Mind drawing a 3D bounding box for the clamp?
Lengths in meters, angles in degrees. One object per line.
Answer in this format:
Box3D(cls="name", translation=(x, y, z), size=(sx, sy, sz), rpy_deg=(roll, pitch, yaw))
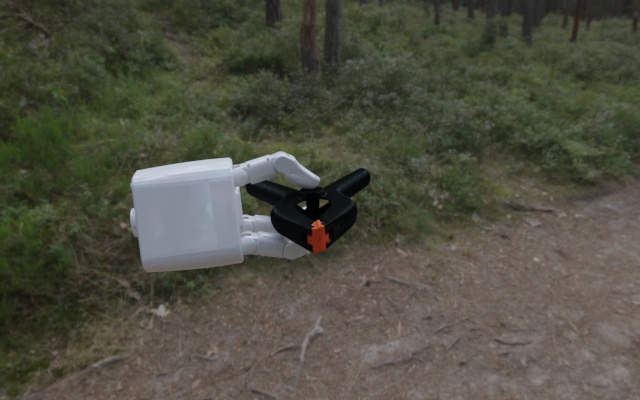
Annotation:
Box3D(cls="clamp", translation=(0.000, 0.001, 0.554), size=(0.164, 0.036, 0.210), rpy_deg=(-8, 20, -9))
